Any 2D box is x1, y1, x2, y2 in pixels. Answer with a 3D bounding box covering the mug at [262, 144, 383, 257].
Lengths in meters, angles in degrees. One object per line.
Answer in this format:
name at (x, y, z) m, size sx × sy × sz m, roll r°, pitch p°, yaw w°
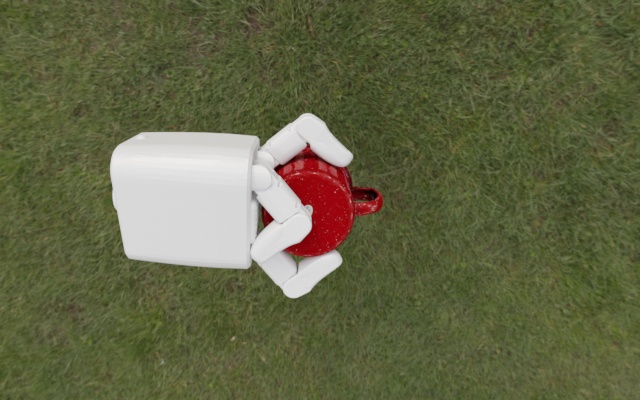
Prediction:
mug at (0.002, 0.002, 0.446) m, size 0.117 × 0.093 × 0.081 m, roll 2°, pitch 18°, yaw -3°
